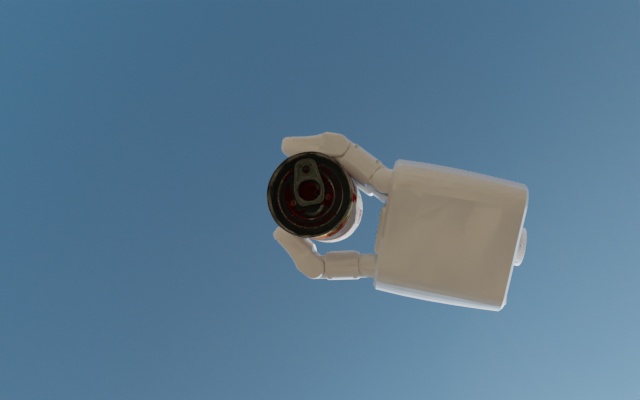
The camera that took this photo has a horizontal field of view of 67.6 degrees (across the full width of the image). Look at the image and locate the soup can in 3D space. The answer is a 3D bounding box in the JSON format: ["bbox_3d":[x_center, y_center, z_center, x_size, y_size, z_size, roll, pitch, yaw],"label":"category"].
[{"bbox_3d":[0.000,0.001,0.417,0.068,0.068,0.102,0,-7,10],"label":"soup can"}]
